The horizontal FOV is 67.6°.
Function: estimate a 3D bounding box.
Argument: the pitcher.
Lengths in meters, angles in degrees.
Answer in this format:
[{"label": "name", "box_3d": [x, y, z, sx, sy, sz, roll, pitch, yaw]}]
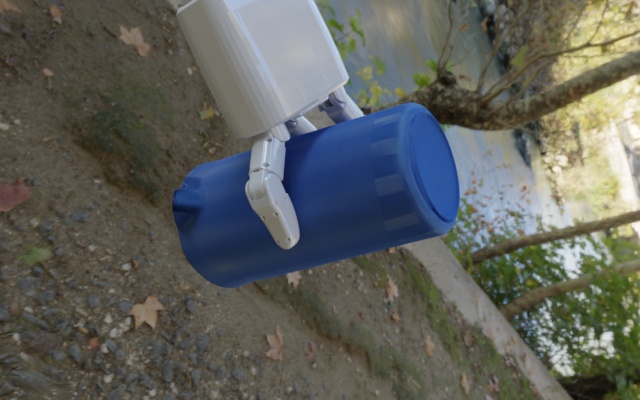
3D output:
[{"label": "pitcher", "box_3d": [0.000, 0.001, 0.445, 0.243, 0.145, 0.149, -15, 20, 33]}]
